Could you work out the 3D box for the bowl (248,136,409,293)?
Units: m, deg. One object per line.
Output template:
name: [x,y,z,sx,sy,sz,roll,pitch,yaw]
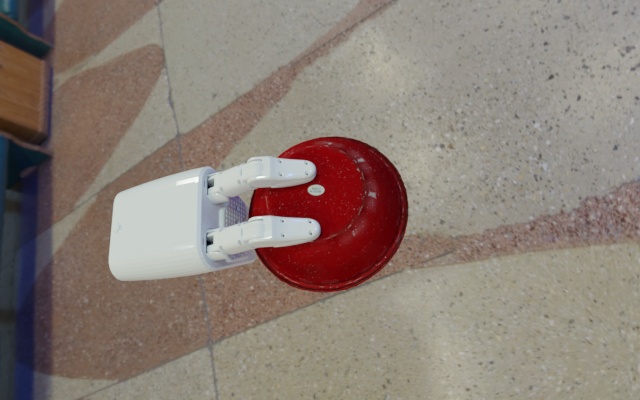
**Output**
bowl: [0.001,0.001,0.447,0.162,0.162,0.055,0,-19,13]
